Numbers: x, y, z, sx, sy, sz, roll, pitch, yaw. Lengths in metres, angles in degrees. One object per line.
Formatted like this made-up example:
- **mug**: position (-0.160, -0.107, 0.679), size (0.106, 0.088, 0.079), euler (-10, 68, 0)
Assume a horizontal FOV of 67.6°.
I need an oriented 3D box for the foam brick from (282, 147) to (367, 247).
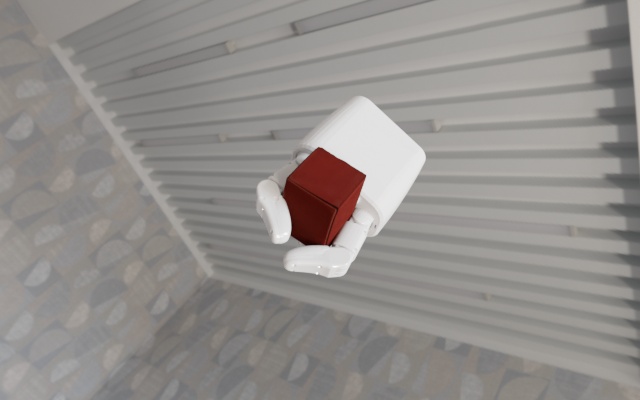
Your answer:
- **foam brick**: position (0.000, 0.001, 0.433), size (0.053, 0.051, 0.078), euler (33, -35, 13)
